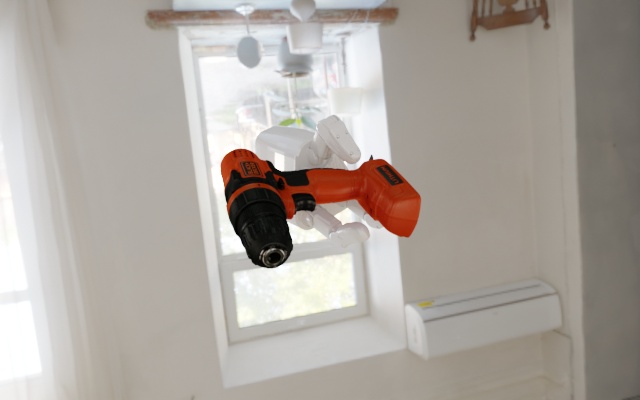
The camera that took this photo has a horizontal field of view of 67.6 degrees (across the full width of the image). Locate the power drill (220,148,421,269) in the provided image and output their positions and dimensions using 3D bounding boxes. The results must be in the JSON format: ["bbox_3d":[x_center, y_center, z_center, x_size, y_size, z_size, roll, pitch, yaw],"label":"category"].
[{"bbox_3d":[0.000,0.001,0.473,0.187,0.057,0.184,1,30,-21],"label":"power drill"}]
